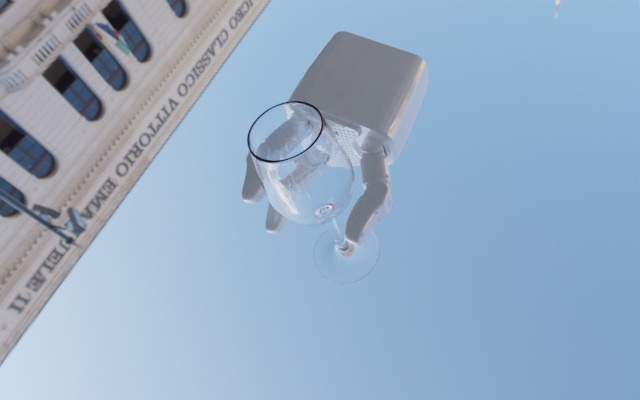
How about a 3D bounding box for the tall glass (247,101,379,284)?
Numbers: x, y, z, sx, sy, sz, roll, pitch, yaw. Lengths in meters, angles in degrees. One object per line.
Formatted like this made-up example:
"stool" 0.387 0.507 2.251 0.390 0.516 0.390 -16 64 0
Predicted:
"tall glass" 0.000 0.002 0.439 0.079 0.079 0.201 0 -33 19
